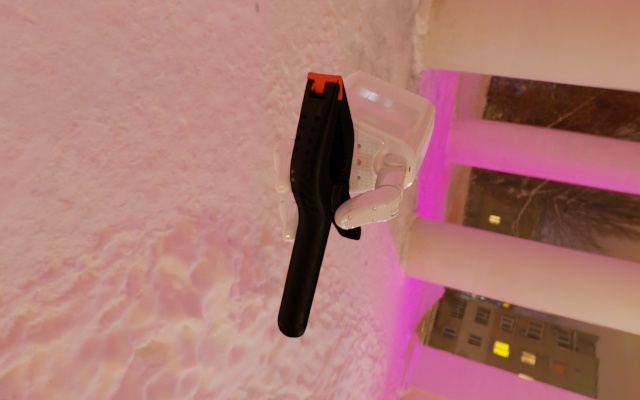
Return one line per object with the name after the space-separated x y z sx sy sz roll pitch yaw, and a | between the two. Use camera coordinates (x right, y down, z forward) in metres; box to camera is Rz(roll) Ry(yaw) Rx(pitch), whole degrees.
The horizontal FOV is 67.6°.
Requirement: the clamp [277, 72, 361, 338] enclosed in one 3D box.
0.001 0.001 0.404 0.036 0.210 0.164 11 40 18 | clamp
